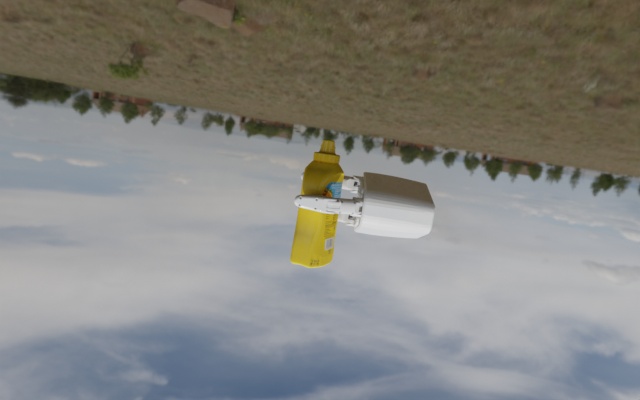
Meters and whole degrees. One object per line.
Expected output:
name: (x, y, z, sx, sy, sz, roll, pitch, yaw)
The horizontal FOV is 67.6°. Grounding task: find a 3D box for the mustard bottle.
mustard bottle: (0.000, 0.003, 0.738, 0.058, 0.191, 0.096, 12, 8, 24)
